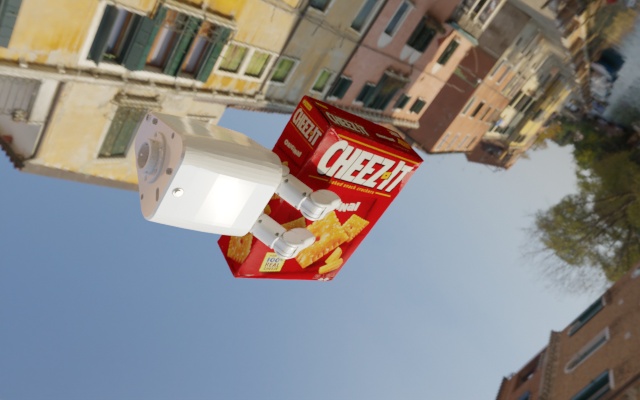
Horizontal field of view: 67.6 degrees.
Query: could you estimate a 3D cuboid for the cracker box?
[{"bbox_3d":[0.000,0.002,0.575,0.164,0.214,0.072,12,32,-43],"label":"cracker box"}]
